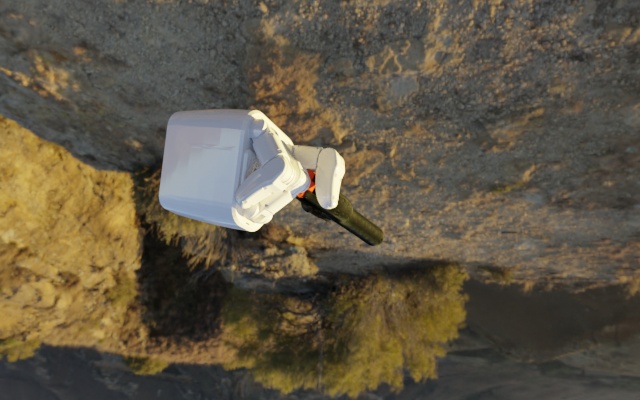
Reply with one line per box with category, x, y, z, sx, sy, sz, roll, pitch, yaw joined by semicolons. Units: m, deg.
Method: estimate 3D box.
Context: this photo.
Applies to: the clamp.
clamp;0.000;0.002;0.558;0.120;0.039;0.171;19;-13;31
